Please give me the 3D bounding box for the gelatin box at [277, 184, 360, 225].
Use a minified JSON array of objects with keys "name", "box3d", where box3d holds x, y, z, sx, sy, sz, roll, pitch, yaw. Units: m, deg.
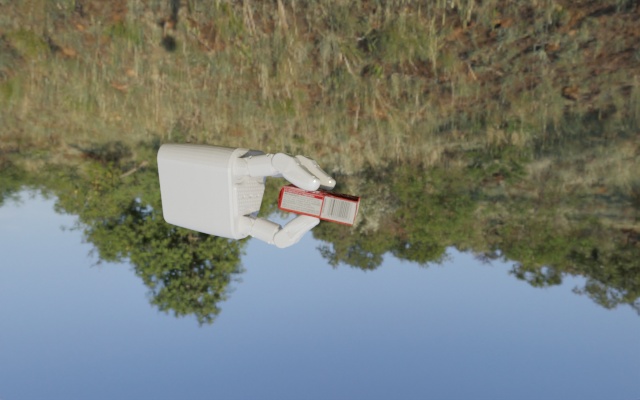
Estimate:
[{"name":"gelatin box","box3d":[0.000,0.002,0.561,0.089,0.030,0.073,12,6,6]}]
